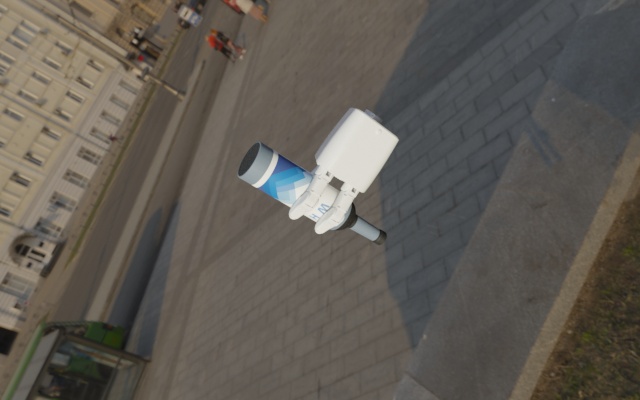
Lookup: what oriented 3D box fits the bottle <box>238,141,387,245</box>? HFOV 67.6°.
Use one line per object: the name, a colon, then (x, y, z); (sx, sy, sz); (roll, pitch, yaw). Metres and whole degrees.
bottle: (0.000, 0.003, 0.821); (0.296, 0.069, 0.069); (31, -15, -26)
